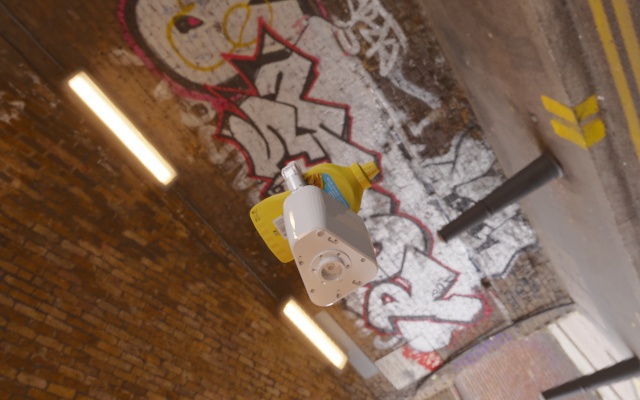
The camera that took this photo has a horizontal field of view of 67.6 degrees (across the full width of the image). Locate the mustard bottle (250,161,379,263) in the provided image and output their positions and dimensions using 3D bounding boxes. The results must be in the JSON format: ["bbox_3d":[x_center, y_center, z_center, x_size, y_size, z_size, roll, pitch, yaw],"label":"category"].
[{"bbox_3d":[0.000,0.002,0.691,0.191,0.096,0.058,-33,2,9],"label":"mustard bottle"}]
